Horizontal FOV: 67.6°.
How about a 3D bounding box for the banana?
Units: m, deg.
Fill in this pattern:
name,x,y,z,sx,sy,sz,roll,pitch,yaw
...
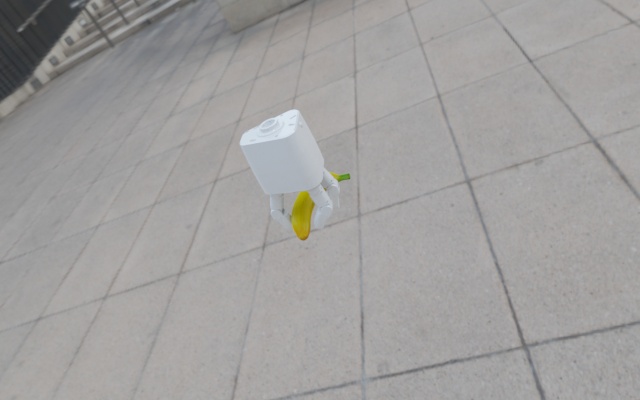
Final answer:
name,x,y,z,sx,sy,sz,roll,pitch,yaw
banana,-0.014,0.000,0.902,0.069,0.037,0.197,3,41,33
